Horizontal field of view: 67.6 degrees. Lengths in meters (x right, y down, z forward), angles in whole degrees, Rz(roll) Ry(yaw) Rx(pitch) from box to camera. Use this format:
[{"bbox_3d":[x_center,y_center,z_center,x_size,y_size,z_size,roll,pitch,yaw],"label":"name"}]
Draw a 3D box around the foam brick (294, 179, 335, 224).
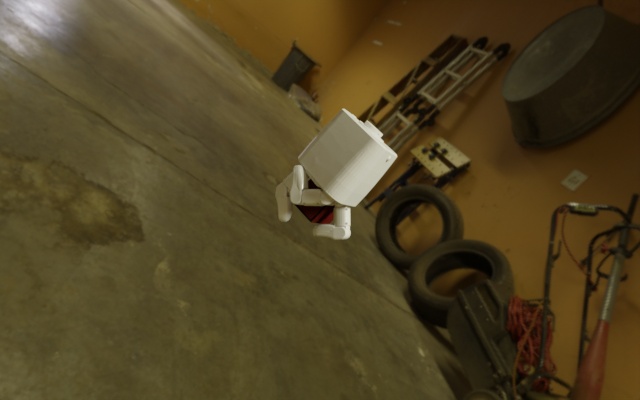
[{"bbox_3d":[0.000,0.003,0.784,0.053,0.051,0.078,46,13,19],"label":"foam brick"}]
